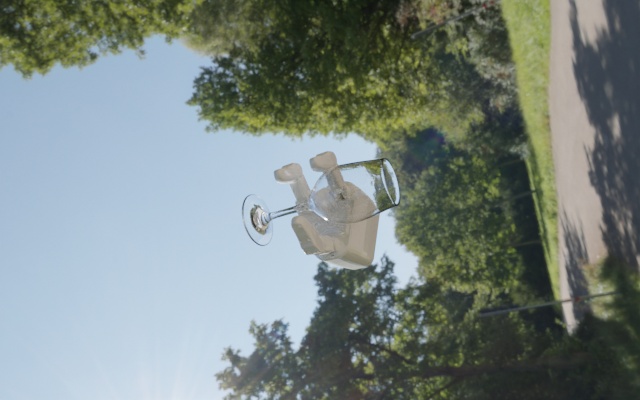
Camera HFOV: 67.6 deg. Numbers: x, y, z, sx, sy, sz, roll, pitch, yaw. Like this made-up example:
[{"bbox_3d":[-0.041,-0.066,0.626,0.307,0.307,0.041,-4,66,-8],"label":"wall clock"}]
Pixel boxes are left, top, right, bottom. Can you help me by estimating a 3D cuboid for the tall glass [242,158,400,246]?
[{"bbox_3d":[-0.001,0.002,0.628,0.201,0.079,0.079,-16,-7,23],"label":"tall glass"}]
